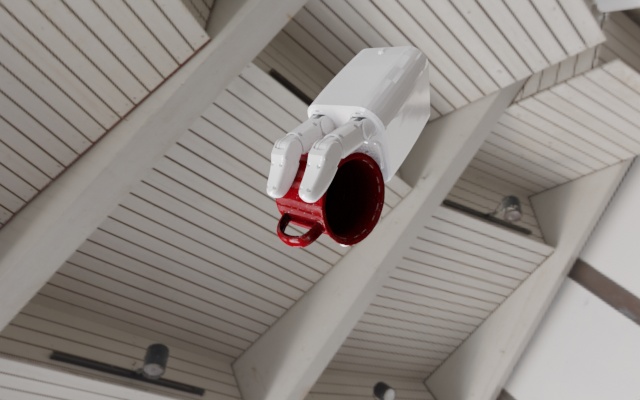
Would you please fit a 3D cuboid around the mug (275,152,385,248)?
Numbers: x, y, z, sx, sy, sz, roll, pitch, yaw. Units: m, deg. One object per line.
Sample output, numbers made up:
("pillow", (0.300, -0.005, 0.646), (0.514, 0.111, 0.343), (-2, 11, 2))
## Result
("mug", (-0.001, 0.003, 0.493), (0.081, 0.117, 0.093), (13, -34, 45))
